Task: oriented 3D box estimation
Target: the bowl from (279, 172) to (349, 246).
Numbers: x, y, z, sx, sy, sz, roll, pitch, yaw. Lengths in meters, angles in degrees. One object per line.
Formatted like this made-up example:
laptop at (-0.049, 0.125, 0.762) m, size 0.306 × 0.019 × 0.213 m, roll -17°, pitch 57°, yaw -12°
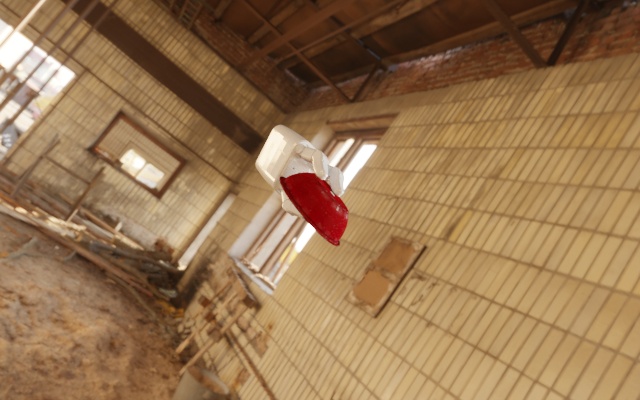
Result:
bowl at (0.001, 0.003, 0.847) m, size 0.055 × 0.162 × 0.162 m, roll -40°, pitch -7°, yaw 8°
